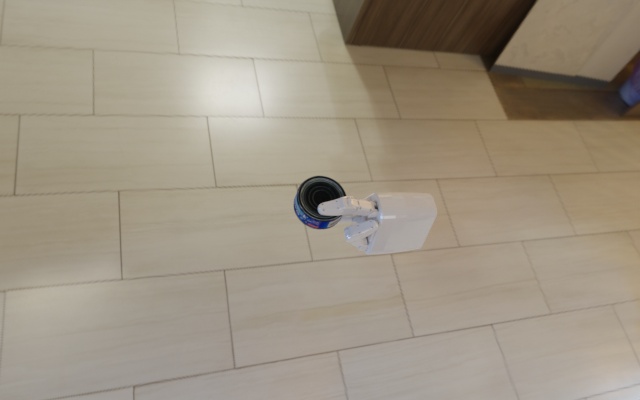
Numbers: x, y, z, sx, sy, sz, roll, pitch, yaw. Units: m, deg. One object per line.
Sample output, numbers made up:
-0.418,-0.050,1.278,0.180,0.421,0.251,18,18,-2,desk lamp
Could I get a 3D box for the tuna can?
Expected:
0.000,0.002,0.787,0.086,0.086,0.034,0,-27,-13,tuna can
